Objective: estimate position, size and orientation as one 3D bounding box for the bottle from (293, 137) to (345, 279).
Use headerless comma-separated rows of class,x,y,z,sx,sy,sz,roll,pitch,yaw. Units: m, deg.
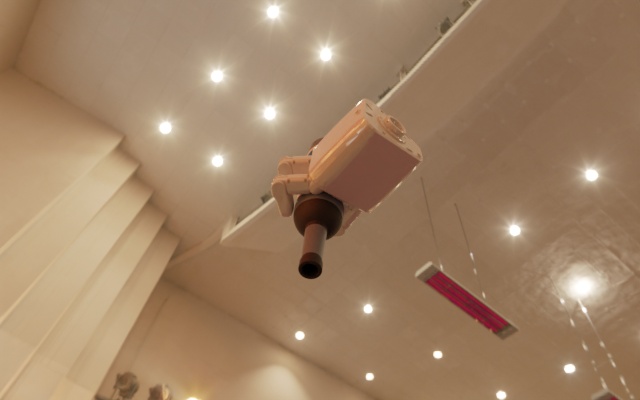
bottle,0.000,0.002,0.663,0.069,0.069,0.295,0,31,5
